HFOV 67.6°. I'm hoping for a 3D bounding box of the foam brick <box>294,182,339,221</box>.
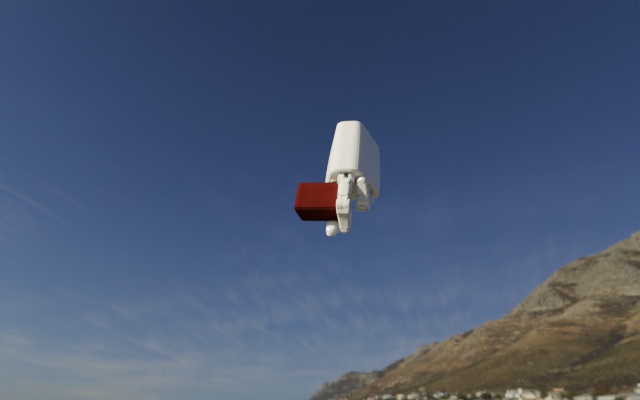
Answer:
[{"bbox_3d":[0.000,0.003,0.832,0.078,0.051,0.053,0,-26,12],"label":"foam brick"}]
